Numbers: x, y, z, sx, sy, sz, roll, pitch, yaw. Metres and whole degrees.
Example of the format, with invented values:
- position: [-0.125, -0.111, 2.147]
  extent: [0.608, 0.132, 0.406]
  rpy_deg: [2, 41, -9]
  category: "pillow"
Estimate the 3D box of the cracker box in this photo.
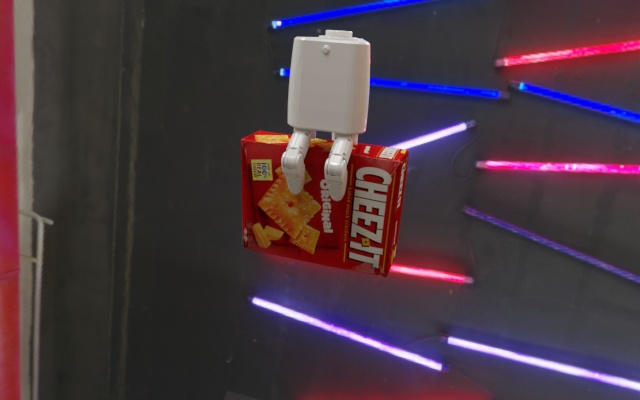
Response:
- position: [0.000, 0.002, 0.649]
  extent: [0.213, 0.164, 0.072]
  rpy_deg: [10, 22, 16]
  category: "cracker box"
